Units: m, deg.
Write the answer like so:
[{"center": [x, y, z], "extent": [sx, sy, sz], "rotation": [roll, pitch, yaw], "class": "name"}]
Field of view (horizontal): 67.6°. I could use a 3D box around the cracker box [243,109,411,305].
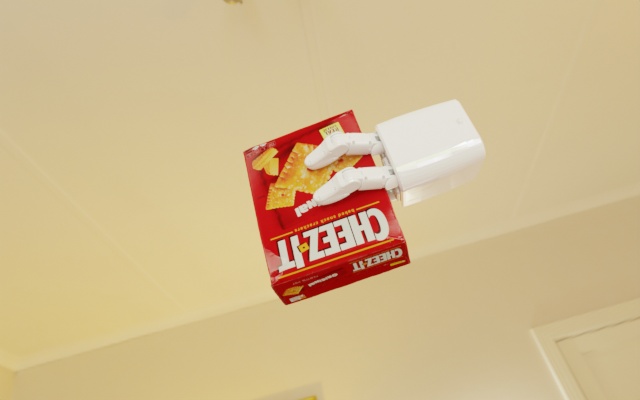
[{"center": [0.000, 0.002, 0.611], "extent": [0.164, 0.213, 0.072], "rotation": [-20, -34, 4], "class": "cracker box"}]
